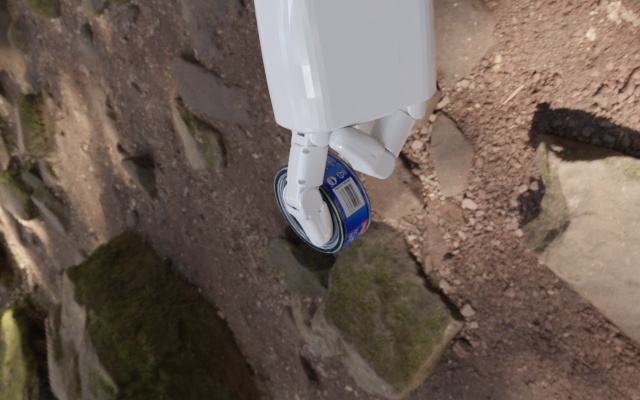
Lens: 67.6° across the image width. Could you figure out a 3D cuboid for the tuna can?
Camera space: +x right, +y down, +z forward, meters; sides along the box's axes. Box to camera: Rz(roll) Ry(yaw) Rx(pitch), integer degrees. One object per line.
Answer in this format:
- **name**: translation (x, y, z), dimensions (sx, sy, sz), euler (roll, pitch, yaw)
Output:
- **tuna can**: translation (0.000, 0.002, 0.404), dimensions (0.033, 0.086, 0.086), euler (-35, 20, -31)
